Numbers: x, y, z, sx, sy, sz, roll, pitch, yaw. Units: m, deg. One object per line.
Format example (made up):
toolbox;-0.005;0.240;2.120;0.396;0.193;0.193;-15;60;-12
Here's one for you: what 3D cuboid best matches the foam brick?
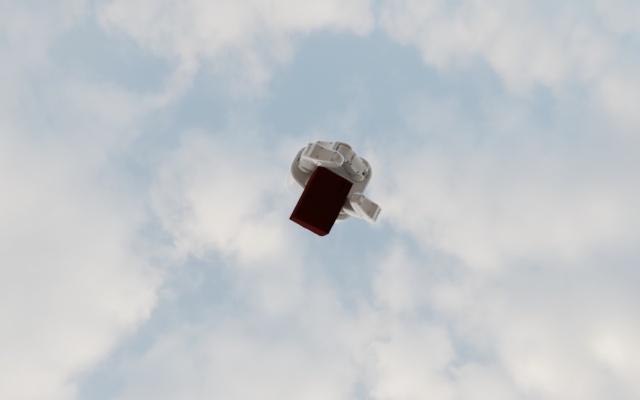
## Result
foam brick;0.000;0.002;0.631;0.053;0.078;0.051;29;-13;-6
